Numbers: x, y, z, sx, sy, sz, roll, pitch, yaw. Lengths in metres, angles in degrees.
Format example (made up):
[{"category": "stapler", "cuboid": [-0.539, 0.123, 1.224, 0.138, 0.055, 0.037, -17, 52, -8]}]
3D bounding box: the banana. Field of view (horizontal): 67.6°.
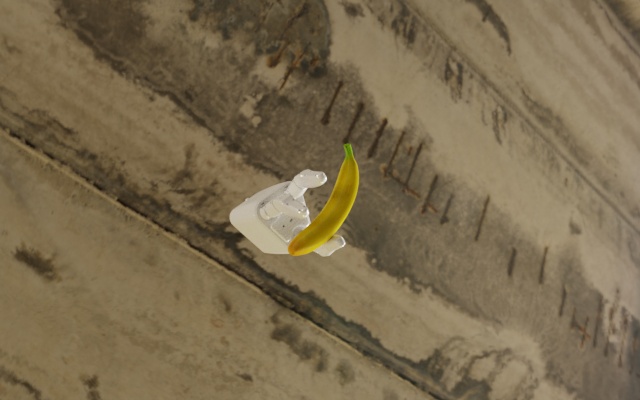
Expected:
[{"category": "banana", "cuboid": [0.014, 0.010, 0.726, 0.070, 0.197, 0.037, 41, -26, -30]}]
